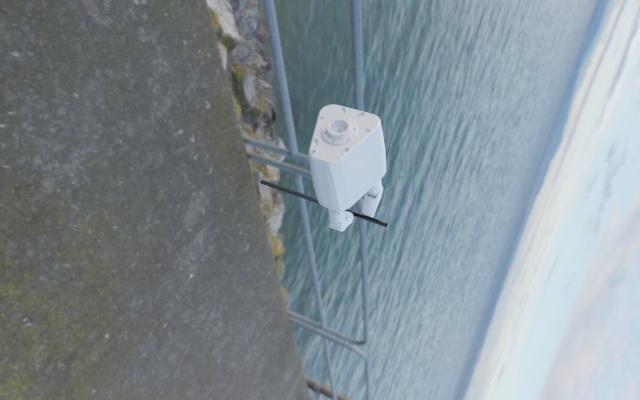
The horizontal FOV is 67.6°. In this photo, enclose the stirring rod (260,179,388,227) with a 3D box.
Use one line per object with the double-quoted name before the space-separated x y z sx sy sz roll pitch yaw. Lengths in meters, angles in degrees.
"stirring rod" 0.000 0.003 0.803 0.239 0.011 0.011 19 7 22
